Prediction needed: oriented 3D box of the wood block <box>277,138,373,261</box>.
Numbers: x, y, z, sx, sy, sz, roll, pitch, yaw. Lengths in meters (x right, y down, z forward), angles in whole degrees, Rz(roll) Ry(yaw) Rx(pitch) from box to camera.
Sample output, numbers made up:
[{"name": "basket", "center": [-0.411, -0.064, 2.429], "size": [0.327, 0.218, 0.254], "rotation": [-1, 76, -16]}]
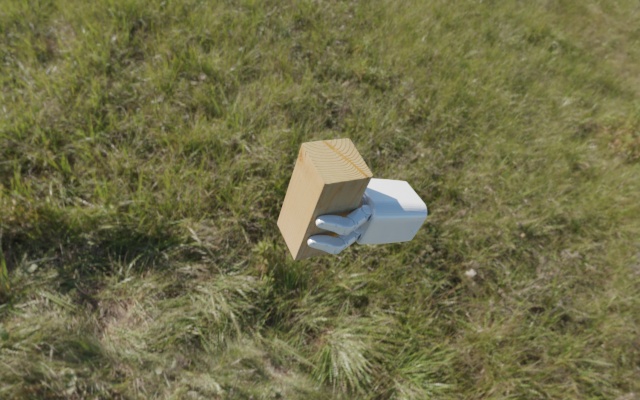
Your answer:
[{"name": "wood block", "center": [0.000, 0.002, 0.816], "size": [0.090, 0.090, 0.206], "rotation": [-10, -36, -27]}]
